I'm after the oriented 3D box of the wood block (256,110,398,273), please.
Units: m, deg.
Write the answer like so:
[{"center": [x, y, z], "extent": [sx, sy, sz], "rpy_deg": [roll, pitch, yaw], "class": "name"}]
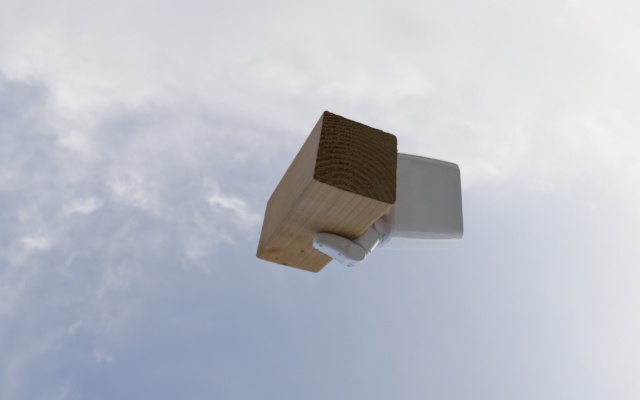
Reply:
[{"center": [0.000, 0.002, 0.562], "extent": [0.090, 0.090, 0.206], "rpy_deg": [17, -33, -15], "class": "wood block"}]
